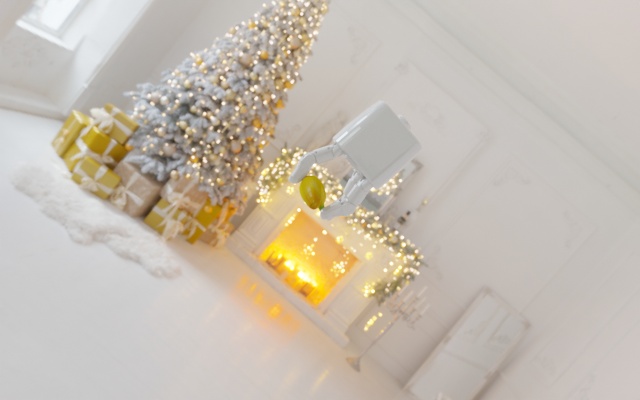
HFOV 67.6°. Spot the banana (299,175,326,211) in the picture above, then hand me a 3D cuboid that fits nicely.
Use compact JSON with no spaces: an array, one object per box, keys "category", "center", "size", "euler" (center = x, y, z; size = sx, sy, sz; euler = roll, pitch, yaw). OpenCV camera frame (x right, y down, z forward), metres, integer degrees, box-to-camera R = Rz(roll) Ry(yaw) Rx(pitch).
[{"category":"banana","center":[-0.009,-0.013,0.828],"size":[0.037,0.069,0.198],"euler":[-32,-7,4]}]
